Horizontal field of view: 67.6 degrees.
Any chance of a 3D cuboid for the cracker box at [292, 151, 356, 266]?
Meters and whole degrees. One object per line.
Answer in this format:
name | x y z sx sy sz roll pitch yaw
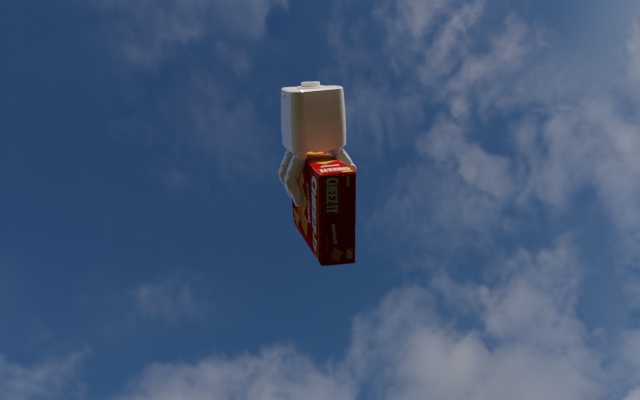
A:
cracker box | 0.000 0.003 0.880 0.072 0.164 0.213 -6 18 -14
